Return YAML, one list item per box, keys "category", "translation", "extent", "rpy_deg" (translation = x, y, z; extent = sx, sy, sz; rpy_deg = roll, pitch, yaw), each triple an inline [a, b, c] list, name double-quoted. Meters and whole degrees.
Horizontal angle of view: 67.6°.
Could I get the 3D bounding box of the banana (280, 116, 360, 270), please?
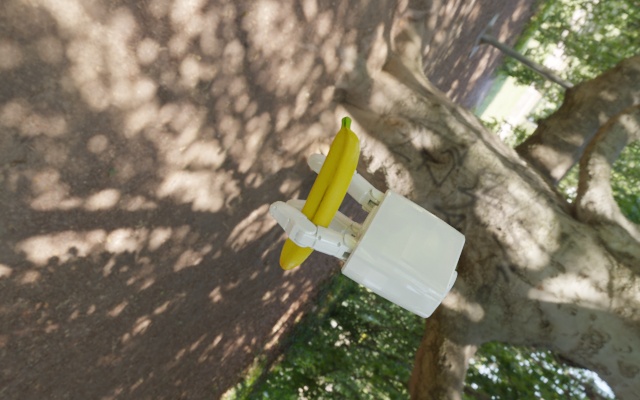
- category: "banana"
  translation: [0.001, 0.002, 0.540]
  extent: [0.037, 0.198, 0.069]
  rpy_deg: [25, 10, -4]
